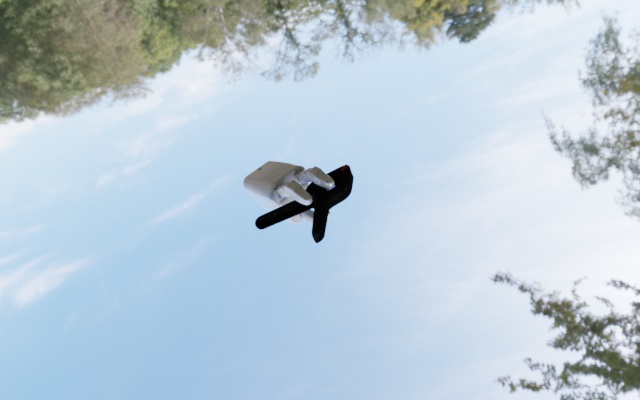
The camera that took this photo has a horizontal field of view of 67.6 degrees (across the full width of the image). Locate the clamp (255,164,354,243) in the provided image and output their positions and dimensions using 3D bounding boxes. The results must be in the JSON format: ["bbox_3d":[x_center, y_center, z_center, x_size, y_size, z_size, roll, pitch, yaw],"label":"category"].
[{"bbox_3d":[0.001,0.003,0.880,0.210,0.036,0.164,-39,34,-27],"label":"clamp"}]
